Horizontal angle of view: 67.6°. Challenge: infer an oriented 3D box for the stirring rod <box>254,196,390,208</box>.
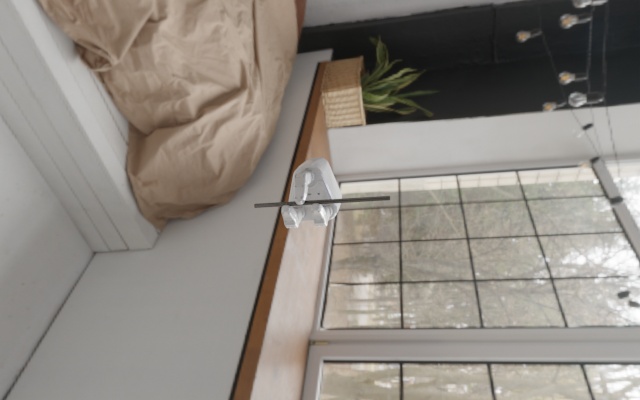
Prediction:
[{"bbox_3d":[0.000,0.003,0.833,0.239,0.011,0.011,-3,-1,11],"label":"stirring rod"}]
